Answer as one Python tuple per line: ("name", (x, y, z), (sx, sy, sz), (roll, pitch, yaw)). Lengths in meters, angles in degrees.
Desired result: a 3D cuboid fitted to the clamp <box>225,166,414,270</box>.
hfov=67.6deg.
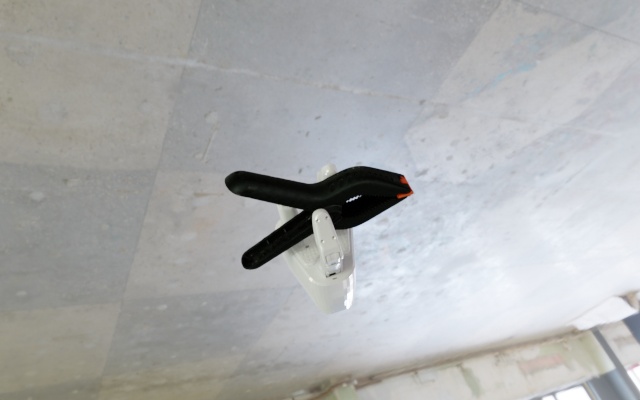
("clamp", (0.001, 0.002, 0.516), (0.210, 0.036, 0.165), (-18, -33, -7))
